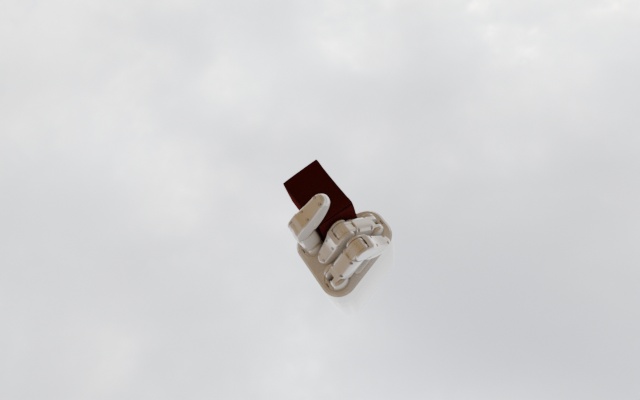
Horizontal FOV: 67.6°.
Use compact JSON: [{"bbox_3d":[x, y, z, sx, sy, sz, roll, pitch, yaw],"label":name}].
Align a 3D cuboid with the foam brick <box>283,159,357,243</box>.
[{"bbox_3d":[0.000,0.002,0.577,0.053,0.078,0.051,-34,-29,-6],"label":"foam brick"}]
